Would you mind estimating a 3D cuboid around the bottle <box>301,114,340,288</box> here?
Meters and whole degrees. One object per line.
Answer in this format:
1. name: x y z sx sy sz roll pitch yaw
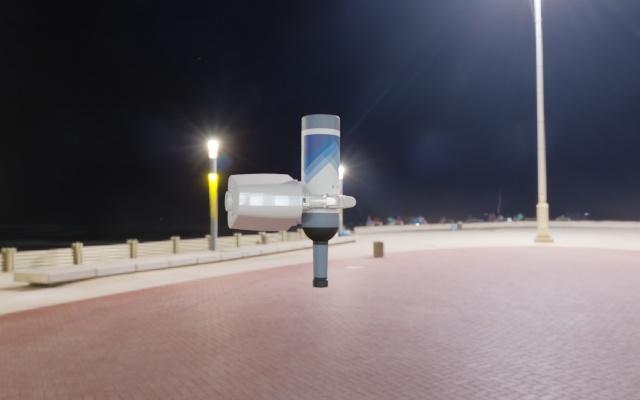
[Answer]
1. bottle: 0.000 0.002 0.833 0.069 0.295 0.069 0 -2 0
